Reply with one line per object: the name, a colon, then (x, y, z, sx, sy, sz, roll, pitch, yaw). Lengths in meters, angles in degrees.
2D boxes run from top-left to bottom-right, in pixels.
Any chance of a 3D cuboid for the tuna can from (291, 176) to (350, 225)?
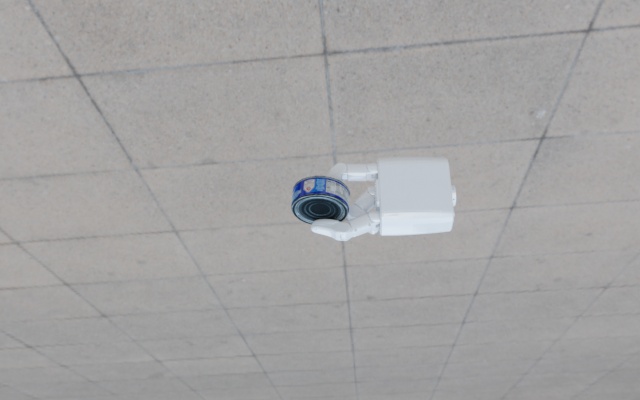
tuna can: (0.000, 0.003, 0.701, 0.086, 0.033, 0.086, 3, -34, 2)
